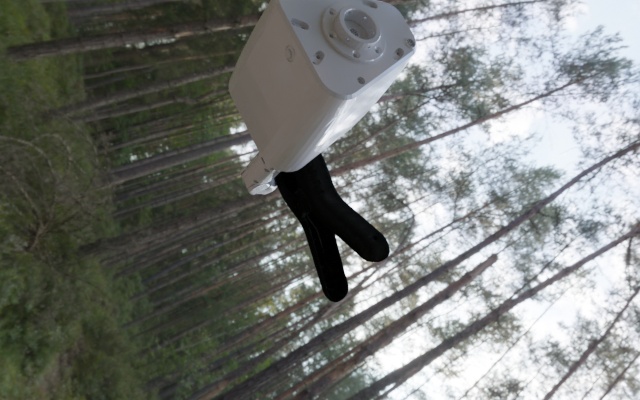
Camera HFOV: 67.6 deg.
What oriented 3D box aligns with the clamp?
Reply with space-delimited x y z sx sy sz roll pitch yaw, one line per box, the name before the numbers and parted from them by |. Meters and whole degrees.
clamp | 0.000 0.001 0.421 0.039 0.171 0.120 -21 -11 -32
